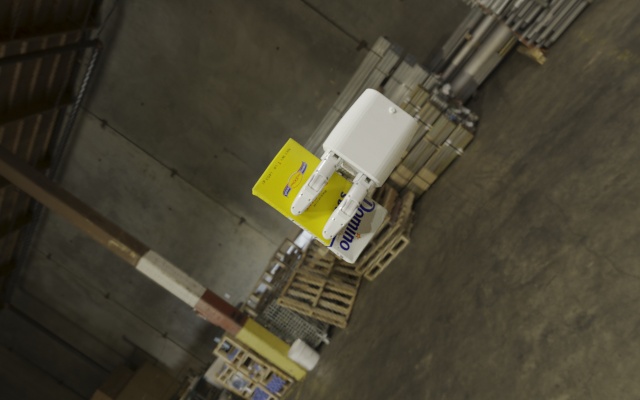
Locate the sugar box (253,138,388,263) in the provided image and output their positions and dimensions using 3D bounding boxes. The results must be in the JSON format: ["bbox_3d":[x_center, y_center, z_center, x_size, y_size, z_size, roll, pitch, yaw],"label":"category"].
[{"bbox_3d":[0.000,0.002,0.680,0.176,0.093,0.048,35,-8,-3],"label":"sugar box"}]
